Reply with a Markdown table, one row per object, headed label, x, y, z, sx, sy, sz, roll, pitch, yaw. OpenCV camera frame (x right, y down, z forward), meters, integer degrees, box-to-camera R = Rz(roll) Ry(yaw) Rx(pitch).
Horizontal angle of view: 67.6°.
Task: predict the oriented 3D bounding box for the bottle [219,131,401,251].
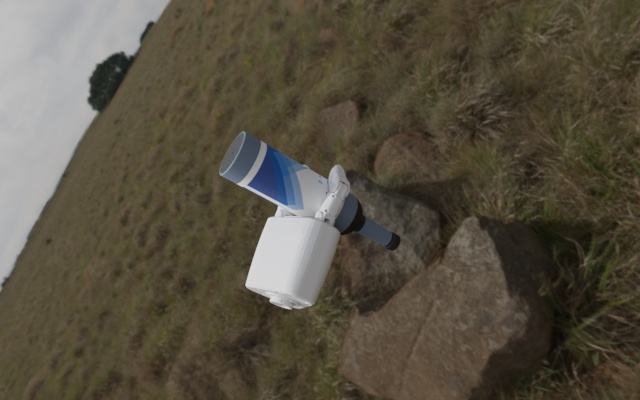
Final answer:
| label | x | y | z | sx | sy | sz | roll | pitch | yaw |
| --- | --- | --- | --- | --- | --- | --- | --- | --- | --- |
| bottle | 0.000 | 0.002 | 0.692 | 0.296 | 0.069 | 0.069 | 29 | -13 | -24 |
